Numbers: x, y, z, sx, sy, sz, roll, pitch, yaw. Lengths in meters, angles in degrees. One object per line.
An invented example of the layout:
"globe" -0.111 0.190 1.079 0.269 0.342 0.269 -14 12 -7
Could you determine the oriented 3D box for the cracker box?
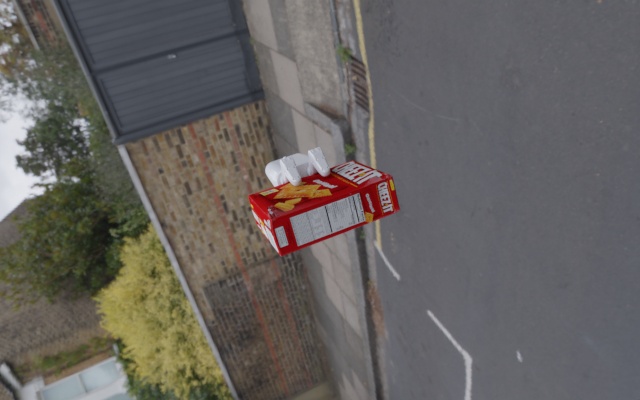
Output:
"cracker box" 0.000 0.003 0.814 0.213 0.072 0.164 -20 20 -14
